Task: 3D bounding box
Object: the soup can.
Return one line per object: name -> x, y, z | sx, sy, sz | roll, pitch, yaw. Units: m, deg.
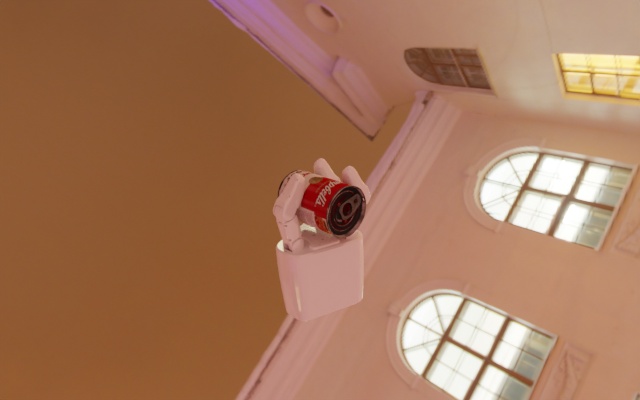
soup can -> 0.000, 0.002, 0.626 | 0.068, 0.068, 0.102 | 0, 14, -44
